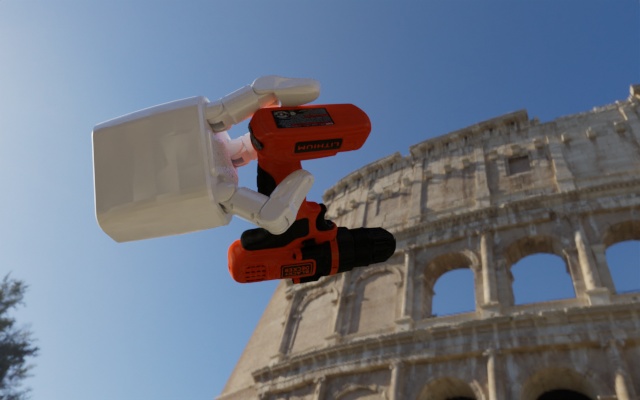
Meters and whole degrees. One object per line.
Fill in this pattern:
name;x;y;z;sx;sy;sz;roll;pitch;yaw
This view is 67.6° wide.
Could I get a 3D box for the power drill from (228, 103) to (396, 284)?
power drill;0.000;0.001;0.470;0.184;0.188;0.057;-7;36;-17
